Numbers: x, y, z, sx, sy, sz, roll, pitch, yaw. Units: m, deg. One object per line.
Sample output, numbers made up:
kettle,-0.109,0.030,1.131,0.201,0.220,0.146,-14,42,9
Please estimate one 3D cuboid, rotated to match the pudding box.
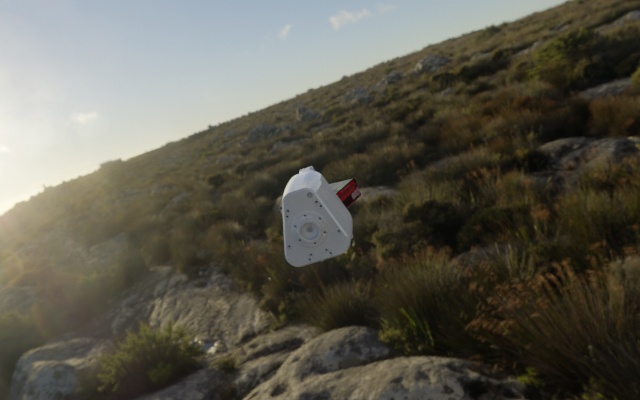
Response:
pudding box,0.000,0.003,0.810,0.113,0.039,0.090,-10,16,34
